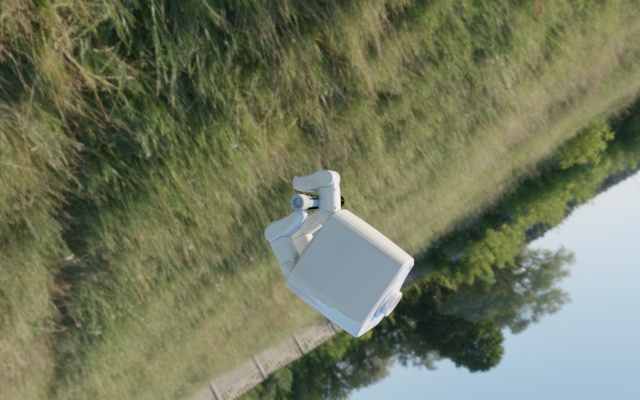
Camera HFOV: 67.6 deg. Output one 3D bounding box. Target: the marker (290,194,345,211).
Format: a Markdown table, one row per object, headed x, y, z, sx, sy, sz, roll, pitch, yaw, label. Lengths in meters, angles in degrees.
| x | y | z | sx | sy | sz | roll | pitch | yaw | label |
| --- | --- | --- | --- | --- | --- | --- | --- | --- | --- |
| 0.000 | 0.002 | 0.605 | 0.020 | 0.020 | 0.121 | 0 | 0 | 27 | marker |
